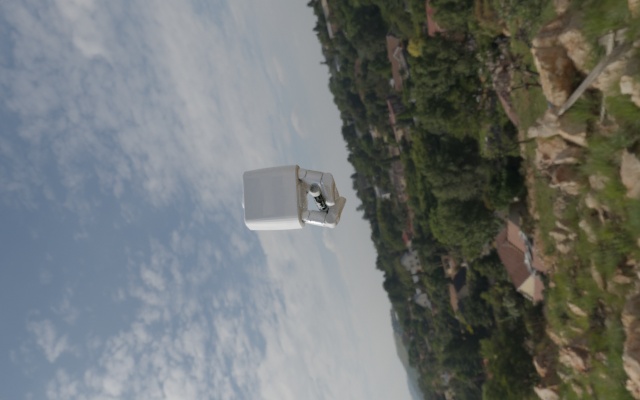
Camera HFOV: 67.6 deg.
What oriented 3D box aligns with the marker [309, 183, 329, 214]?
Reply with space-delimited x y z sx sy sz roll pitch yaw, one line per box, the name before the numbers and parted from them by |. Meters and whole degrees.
marker | 0.000 0.003 0.849 0.020 0.020 0.121 0 -23 11
